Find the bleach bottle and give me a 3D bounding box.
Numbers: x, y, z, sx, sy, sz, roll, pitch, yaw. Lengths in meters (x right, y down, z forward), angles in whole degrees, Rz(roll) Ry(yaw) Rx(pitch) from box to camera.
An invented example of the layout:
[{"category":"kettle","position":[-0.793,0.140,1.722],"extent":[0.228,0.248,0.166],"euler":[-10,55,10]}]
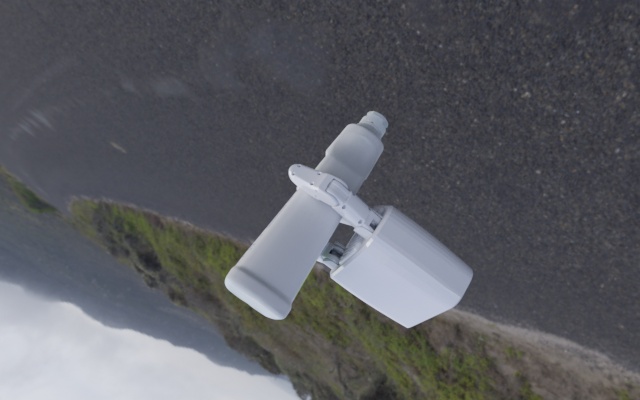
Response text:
[{"category":"bleach bottle","position":[0.000,0.002,0.503],"extent":[0.068,0.250,0.102],"euler":[36,-19,-3]}]
